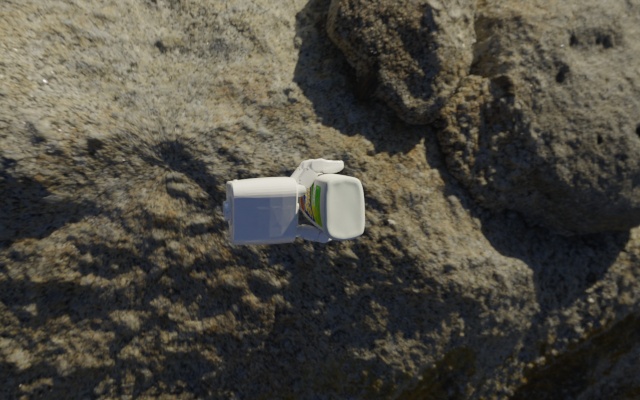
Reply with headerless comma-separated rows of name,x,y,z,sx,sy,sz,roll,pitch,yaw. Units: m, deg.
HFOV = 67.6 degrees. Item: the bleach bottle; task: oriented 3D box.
bleach bottle,0.000,0.003,0.846,0.068,0.102,0.251,-3,5,-17
